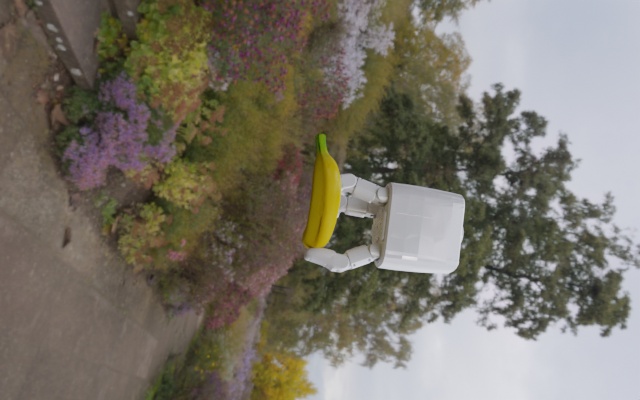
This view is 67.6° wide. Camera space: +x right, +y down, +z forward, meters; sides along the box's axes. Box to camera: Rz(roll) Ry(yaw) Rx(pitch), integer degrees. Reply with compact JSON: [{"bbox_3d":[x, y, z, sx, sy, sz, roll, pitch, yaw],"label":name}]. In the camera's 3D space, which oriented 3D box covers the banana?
[{"bbox_3d":[0.001,0.013,0.607,0.037,0.069,0.198,4,-45,-6],"label":"banana"}]
